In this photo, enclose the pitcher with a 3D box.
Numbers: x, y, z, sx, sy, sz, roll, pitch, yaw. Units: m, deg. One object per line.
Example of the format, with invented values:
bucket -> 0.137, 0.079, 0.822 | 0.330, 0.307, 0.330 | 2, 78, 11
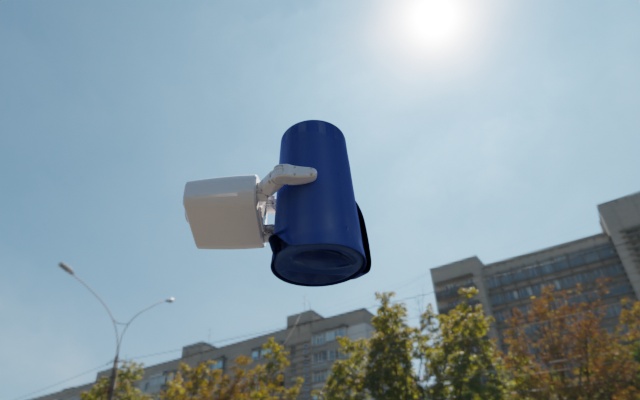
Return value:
pitcher -> 0.000, 0.002, 0.730 | 0.145, 0.242, 0.149 | -4, -34, 2
